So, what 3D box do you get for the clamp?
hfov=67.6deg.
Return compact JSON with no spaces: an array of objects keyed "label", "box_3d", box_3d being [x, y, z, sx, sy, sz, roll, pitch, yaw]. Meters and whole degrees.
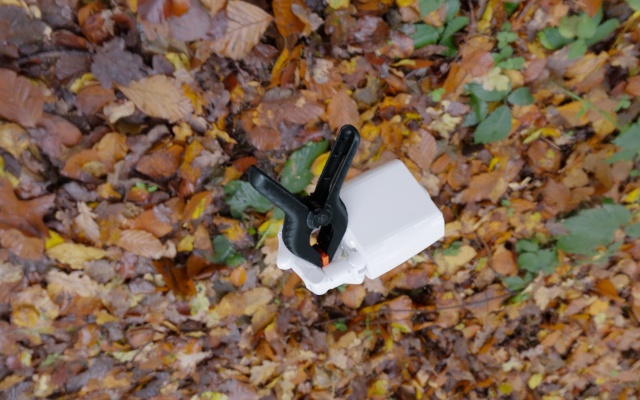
[{"label":"clamp","box_3d":[0.000,0.002,0.504,0.120,0.172,0.039,-28,48,-10]}]
